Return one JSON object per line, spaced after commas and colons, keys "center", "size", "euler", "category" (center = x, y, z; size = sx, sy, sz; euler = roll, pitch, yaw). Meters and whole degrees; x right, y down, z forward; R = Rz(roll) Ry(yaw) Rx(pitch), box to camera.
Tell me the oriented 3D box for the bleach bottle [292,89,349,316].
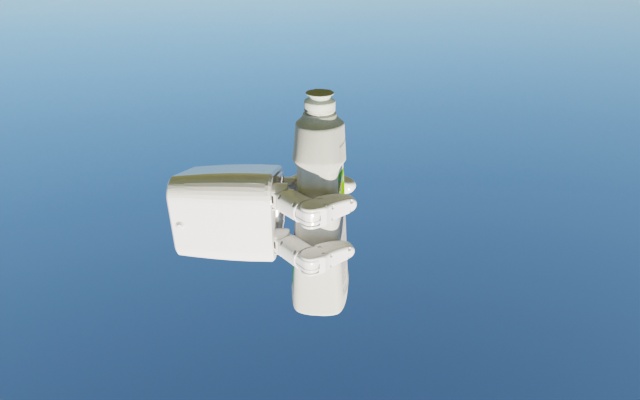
{"center": [0.000, 0.002, 0.529], "size": [0.068, 0.251, 0.102], "euler": [2, 28, 4], "category": "bleach bottle"}
